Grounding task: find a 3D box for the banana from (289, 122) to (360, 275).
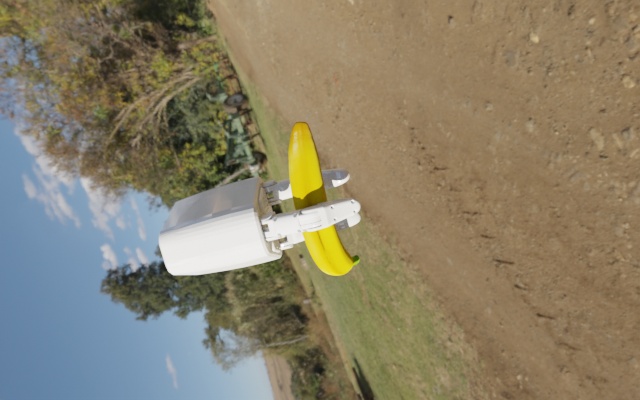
[{"bbox_3d":[-0.002,0.015,0.518,0.037,0.198,0.069,-10,31,16],"label":"banana"}]
